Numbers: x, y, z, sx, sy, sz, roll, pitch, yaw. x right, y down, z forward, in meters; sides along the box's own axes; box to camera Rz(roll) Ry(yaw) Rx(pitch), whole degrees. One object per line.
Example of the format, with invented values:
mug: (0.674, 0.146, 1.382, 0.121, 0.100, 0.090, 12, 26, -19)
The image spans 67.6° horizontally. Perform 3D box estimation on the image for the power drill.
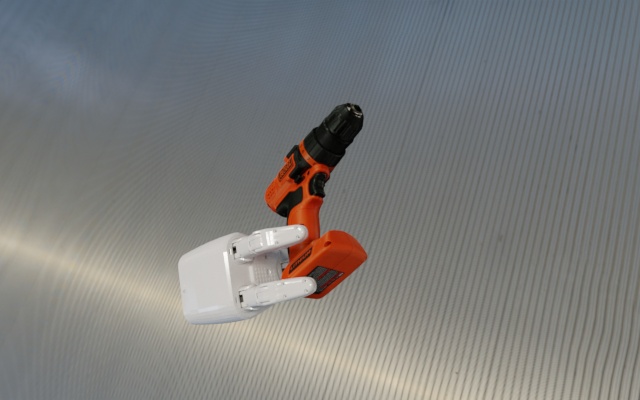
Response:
power drill: (0.000, 0.002, 0.547, 0.057, 0.187, 0.184, 19, -48, -27)
